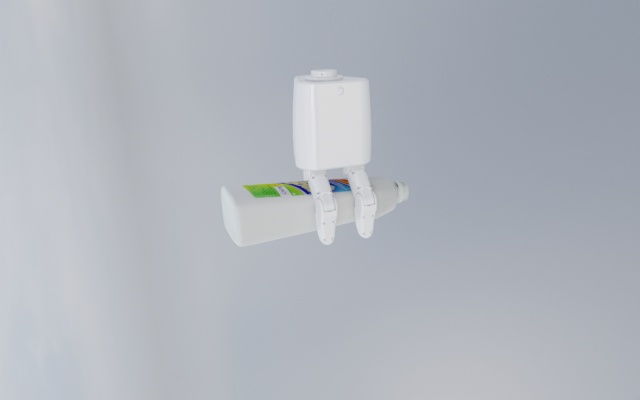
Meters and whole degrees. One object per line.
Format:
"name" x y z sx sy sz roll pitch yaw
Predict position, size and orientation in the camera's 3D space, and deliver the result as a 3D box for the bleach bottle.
"bleach bottle" 0.000 0.002 0.648 0.251 0.068 0.102 -9 19 -21
